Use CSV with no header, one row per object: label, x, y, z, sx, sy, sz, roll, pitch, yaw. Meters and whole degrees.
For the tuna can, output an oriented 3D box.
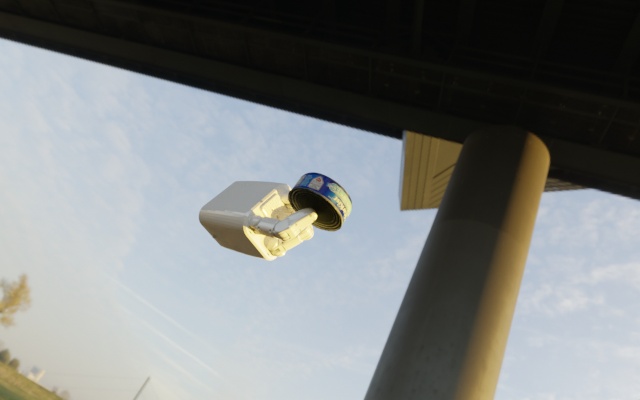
tuna can,0.000,0.002,0.655,0.086,0.033,0.086,26,-30,16
